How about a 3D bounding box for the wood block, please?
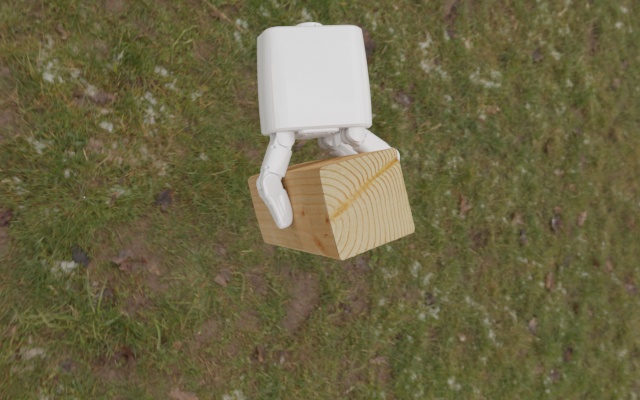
[{"bbox_3d":[0.000,0.001,0.543,0.091,0.090,0.206,-17,7,-25],"label":"wood block"}]
